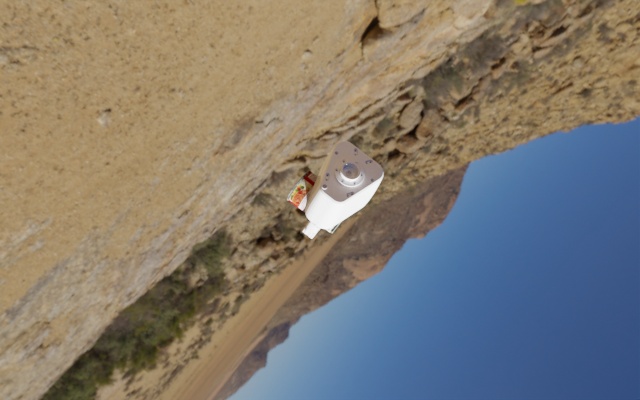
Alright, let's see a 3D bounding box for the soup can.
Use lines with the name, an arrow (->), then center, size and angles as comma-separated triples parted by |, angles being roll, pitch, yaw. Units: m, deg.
soup can -> 0.000, 0.003, 0.863 | 0.102, 0.068, 0.068 | 38, 3, 4
